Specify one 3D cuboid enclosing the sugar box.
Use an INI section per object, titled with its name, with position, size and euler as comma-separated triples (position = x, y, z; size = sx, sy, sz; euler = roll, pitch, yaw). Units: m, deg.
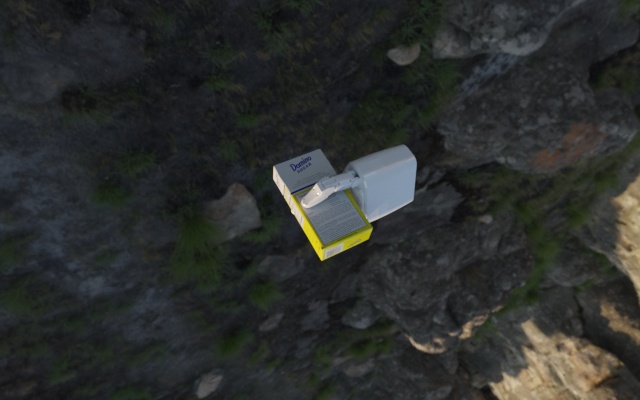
[sugar box]
position = 0.000, 0.003, 0.792
size = 0.093, 0.176, 0.048
euler = -22, -29, -19
